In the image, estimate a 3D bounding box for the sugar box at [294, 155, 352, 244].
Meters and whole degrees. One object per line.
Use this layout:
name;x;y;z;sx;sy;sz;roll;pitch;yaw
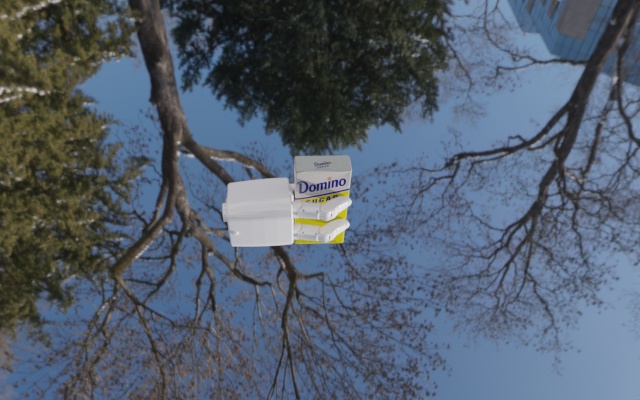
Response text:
sugar box;0.000;0.003;0.830;0.093;0.048;0.176;-2;-44;-5
